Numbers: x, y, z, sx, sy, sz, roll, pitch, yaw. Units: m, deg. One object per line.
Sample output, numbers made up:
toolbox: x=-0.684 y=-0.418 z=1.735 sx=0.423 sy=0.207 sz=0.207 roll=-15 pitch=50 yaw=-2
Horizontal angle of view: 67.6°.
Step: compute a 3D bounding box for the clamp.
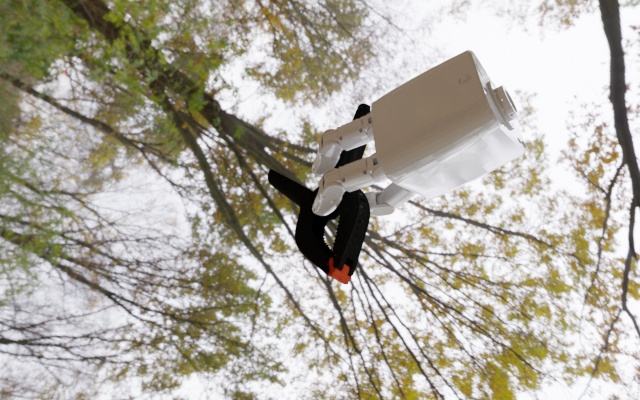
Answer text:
clamp: x=0.001 y=0.002 z=0.538 sx=0.164 sy=0.209 sz=0.036 roll=-28 pitch=-44 yaw=31
